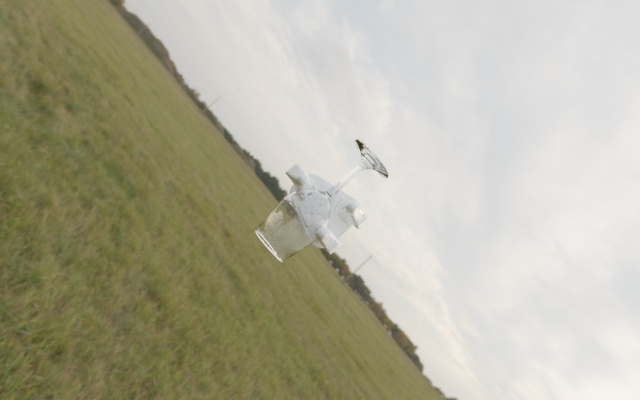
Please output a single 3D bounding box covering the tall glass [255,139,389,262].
[{"bbox_3d":[0.001,0.002,0.697,0.201,0.079,0.079,-40,3,-4],"label":"tall glass"}]
